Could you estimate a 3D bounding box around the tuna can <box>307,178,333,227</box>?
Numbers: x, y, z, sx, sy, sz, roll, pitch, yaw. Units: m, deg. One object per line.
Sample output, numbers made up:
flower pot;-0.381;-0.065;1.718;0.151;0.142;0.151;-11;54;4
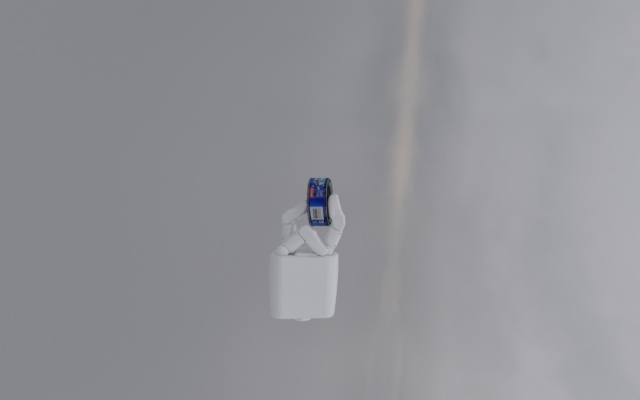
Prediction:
tuna can;0.001;0.003;0.831;0.034;0.086;0.086;-1;0;10
